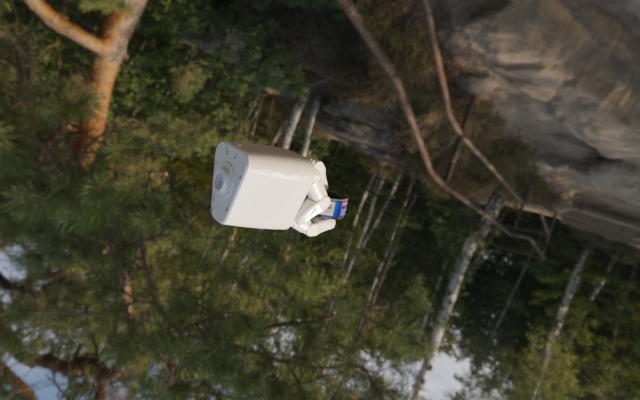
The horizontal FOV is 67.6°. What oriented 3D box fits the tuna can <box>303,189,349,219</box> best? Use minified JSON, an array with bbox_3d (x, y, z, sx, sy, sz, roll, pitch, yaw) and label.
[{"bbox_3d":[0.000,0.003,0.764,0.086,0.034,0.086,11,11,-2],"label":"tuna can"}]
